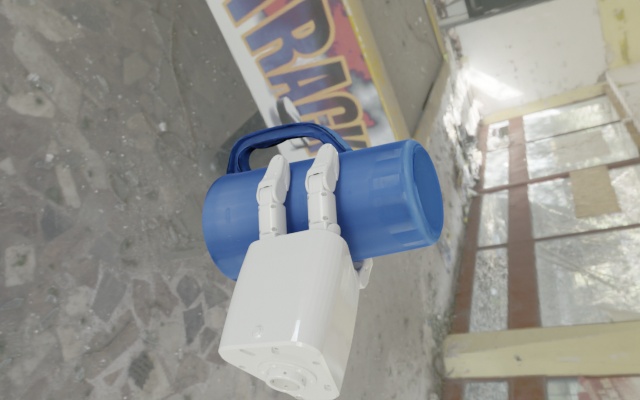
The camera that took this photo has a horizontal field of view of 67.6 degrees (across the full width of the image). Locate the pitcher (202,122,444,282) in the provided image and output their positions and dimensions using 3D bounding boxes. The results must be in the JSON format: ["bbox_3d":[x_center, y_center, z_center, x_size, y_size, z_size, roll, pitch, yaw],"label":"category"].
[{"bbox_3d":[0.000,0.002,0.523,0.243,0.145,0.149,-12,-50,27],"label":"pitcher"}]
